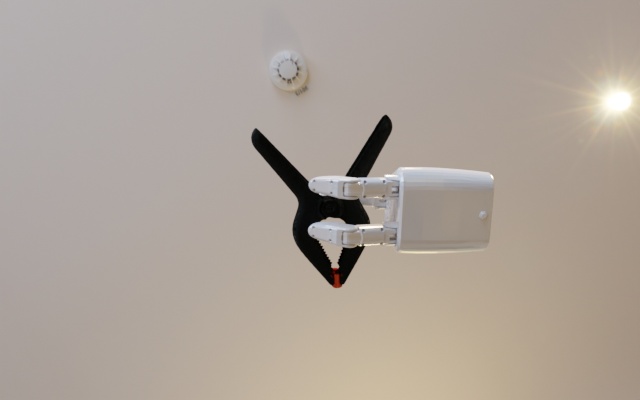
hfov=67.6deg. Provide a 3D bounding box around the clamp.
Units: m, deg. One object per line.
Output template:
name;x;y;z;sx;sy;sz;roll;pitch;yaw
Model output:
clamp;0.000;0.002;0.575;0.164;0.210;0.036;1;11;0
